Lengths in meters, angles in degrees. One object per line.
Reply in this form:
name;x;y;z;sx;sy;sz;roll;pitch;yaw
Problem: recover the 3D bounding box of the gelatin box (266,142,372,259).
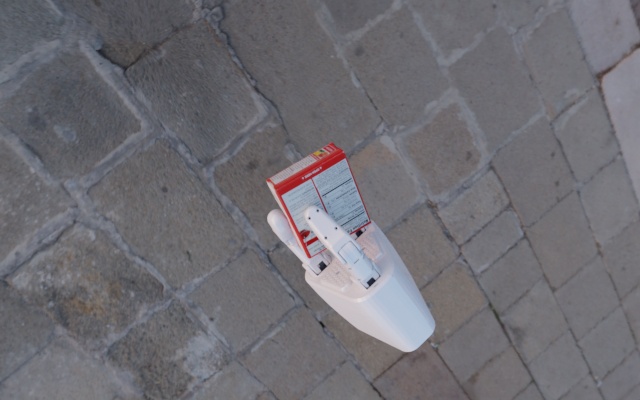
gelatin box;0.000;0.001;0.454;0.073;0.089;0.030;-31;33;-10
